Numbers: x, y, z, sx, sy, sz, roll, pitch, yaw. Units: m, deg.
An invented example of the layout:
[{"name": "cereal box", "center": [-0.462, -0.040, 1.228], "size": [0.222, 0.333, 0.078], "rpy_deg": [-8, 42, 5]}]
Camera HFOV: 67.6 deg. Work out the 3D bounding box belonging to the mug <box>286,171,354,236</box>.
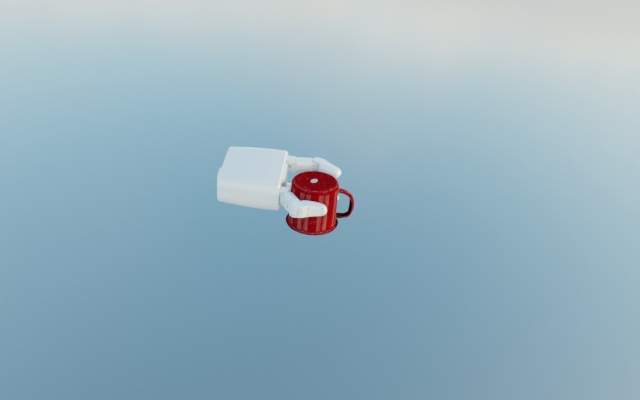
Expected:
[{"name": "mug", "center": [0.002, 0.003, 0.824], "size": [0.117, 0.081, 0.093], "rpy_deg": [5, 30, 0]}]
